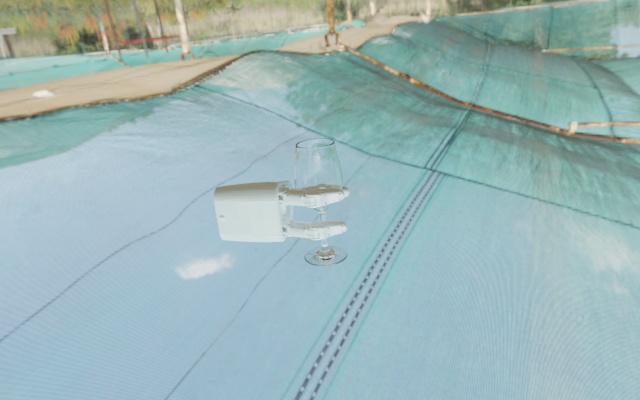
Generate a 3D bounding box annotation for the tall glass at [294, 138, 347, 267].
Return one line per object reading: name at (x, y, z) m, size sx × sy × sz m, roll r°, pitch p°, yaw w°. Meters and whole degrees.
tall glass at (0.000, 0.003, 0.784) m, size 0.079 × 0.201 × 0.079 m, roll -4°, pitch 21°, yaw 2°
